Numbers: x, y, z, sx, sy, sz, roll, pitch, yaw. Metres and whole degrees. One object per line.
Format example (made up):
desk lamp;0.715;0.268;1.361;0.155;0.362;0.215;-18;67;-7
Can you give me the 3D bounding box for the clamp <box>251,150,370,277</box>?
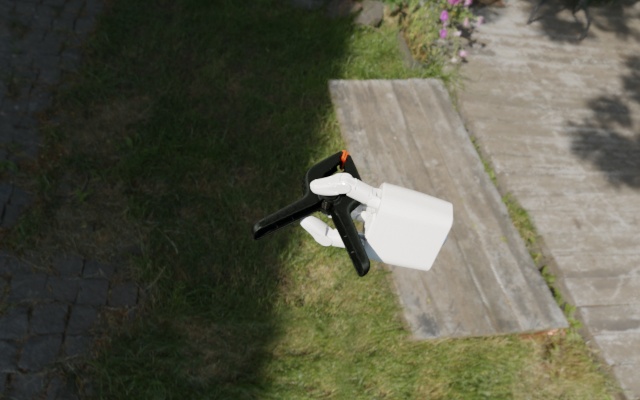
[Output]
clamp;0.001;0.001;0.688;0.164;0.209;0.036;15;-41;-3
